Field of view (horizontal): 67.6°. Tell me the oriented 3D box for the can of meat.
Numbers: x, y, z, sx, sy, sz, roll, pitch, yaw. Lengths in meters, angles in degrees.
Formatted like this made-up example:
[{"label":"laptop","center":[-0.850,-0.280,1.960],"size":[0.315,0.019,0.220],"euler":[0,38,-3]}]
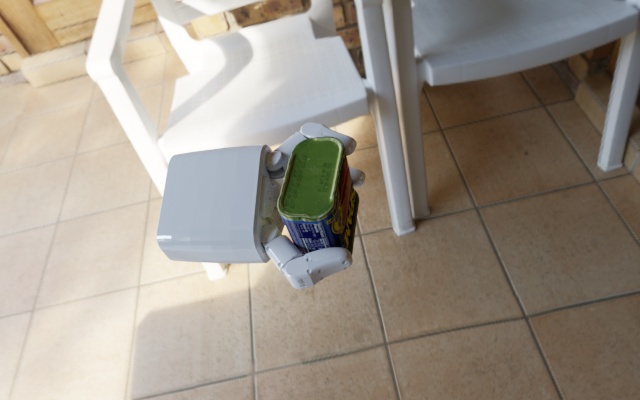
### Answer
[{"label":"can of meat","center":[0.000,0.001,0.459],"size":[0.057,0.102,0.084],"euler":[0,-37,15]}]
